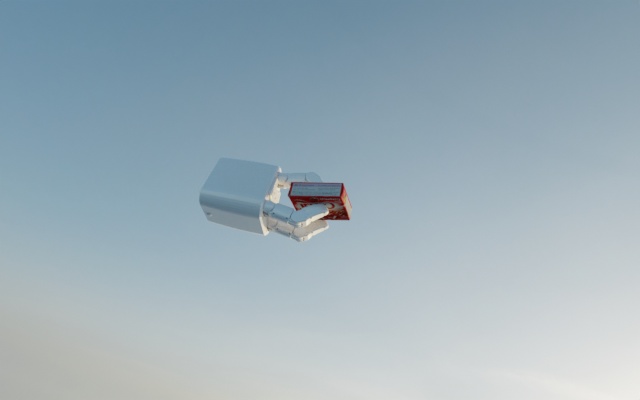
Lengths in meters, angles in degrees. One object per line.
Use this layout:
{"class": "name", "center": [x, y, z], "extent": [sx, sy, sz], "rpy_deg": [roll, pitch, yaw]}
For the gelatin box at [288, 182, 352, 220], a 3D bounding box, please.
{"class": "gelatin box", "center": [0.001, 0.002, 0.768], "extent": [0.089, 0.030, 0.073], "rpy_deg": [1, -32, 16]}
